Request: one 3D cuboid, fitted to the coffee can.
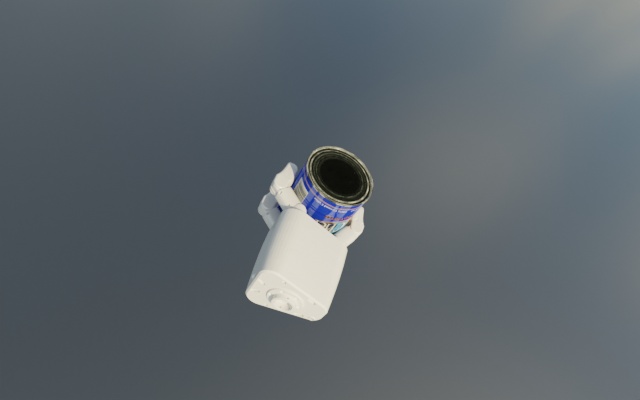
[{"bbox_3d":[0.000,0.002,0.712,0.103,0.102,0.140,0,-33,-29],"label":"coffee can"}]
